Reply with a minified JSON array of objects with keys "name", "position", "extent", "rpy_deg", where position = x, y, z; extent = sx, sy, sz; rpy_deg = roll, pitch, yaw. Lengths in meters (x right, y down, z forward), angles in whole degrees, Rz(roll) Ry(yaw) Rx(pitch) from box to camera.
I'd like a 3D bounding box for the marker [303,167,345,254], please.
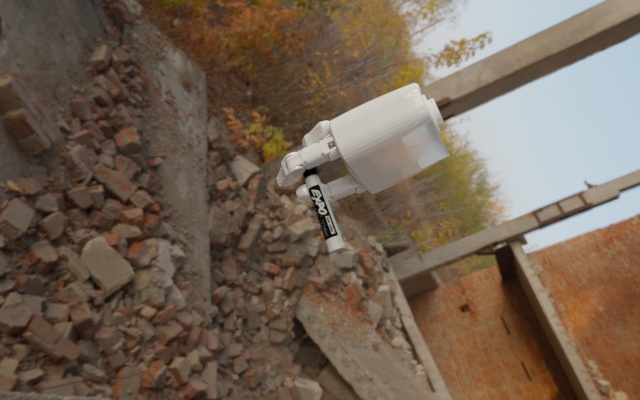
[{"name":"marker","position":[0.000,0.002,0.552],"extent":[0.020,0.121,0.020],"rpy_deg":[-18,-16,-5]}]
